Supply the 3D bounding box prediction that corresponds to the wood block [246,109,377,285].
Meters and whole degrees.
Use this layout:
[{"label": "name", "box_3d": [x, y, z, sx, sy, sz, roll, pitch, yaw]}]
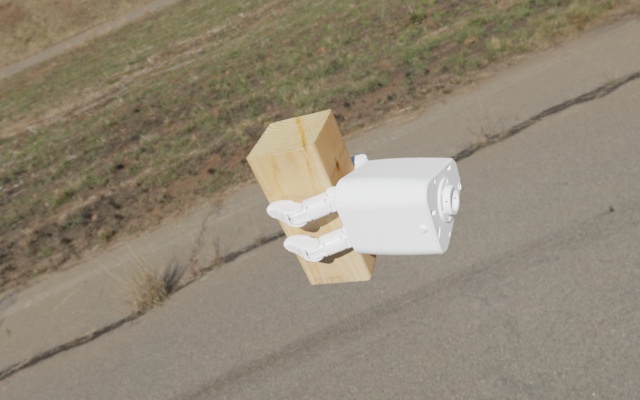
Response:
[{"label": "wood block", "box_3d": [0.000, 0.002, 0.614, 0.090, 0.206, 0.090, -9, 33, 24]}]
